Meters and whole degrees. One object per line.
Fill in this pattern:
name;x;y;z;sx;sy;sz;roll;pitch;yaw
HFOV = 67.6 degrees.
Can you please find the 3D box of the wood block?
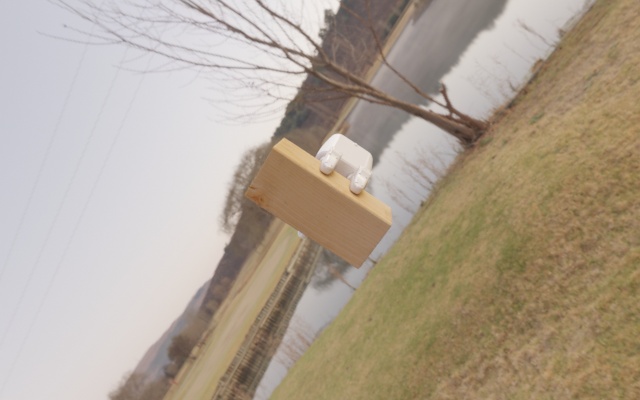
wood block;0.000;0.002;0.741;0.206;0.091;0.090;33;18;-4
